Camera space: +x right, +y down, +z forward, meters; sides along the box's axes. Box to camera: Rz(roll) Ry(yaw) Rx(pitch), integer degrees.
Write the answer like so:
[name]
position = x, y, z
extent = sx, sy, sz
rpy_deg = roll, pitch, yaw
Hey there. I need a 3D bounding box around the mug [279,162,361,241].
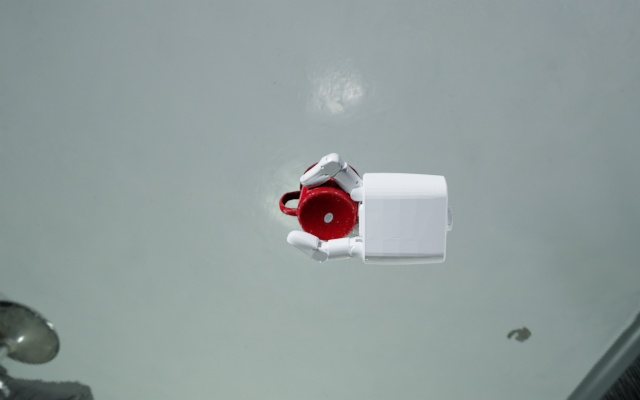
[mug]
position = -0.001, 0.002, 0.661
extent = 0.117, 0.093, 0.081
rpy_deg = 0, 29, 6
